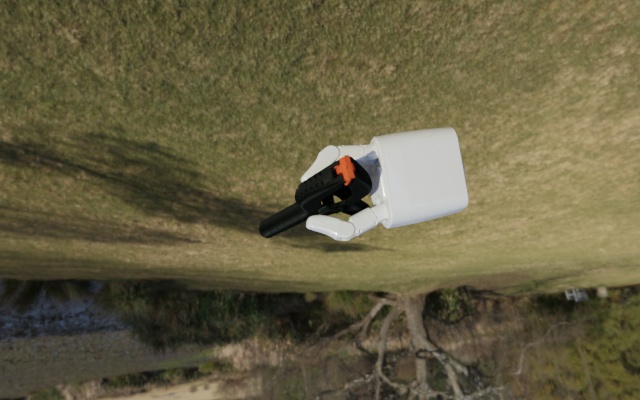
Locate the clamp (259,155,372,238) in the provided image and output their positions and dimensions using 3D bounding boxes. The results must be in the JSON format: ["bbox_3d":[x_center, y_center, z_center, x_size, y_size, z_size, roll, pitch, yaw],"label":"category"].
[{"bbox_3d":[0.001,0.003,0.601,0.164,0.036,0.210,-13,-17,-8],"label":"clamp"}]
